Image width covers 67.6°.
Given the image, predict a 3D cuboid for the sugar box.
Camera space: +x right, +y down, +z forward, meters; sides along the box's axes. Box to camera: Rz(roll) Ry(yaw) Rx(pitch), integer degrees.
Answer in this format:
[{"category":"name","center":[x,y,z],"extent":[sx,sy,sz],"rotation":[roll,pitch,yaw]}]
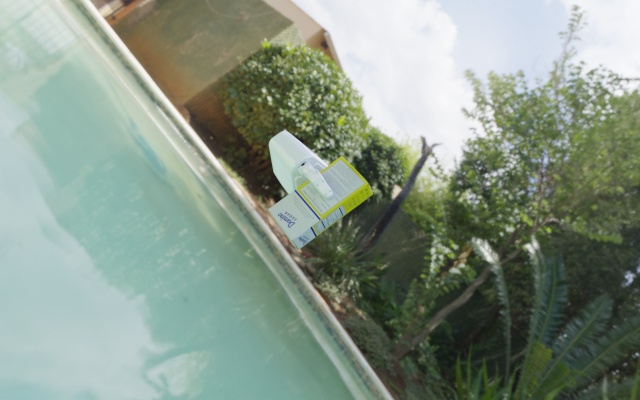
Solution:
[{"category":"sugar box","center":[0.000,0.003,0.893],"extent":[0.176,0.093,0.048],"rotation":[-37,-37,-5]}]
